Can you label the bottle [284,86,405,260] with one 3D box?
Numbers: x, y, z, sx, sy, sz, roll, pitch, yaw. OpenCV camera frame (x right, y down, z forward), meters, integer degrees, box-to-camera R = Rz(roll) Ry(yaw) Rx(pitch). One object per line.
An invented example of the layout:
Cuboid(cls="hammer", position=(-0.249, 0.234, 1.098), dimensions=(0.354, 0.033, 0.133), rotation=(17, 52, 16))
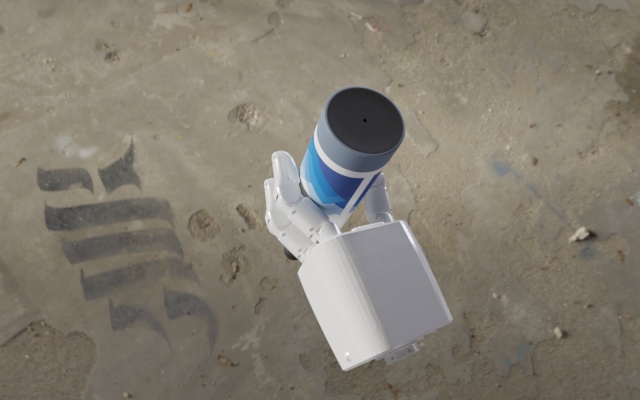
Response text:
Cuboid(cls="bottle", position=(0.000, 0.001, 0.496), dimensions=(0.069, 0.069, 0.296), rotation=(0, -26, -15))
